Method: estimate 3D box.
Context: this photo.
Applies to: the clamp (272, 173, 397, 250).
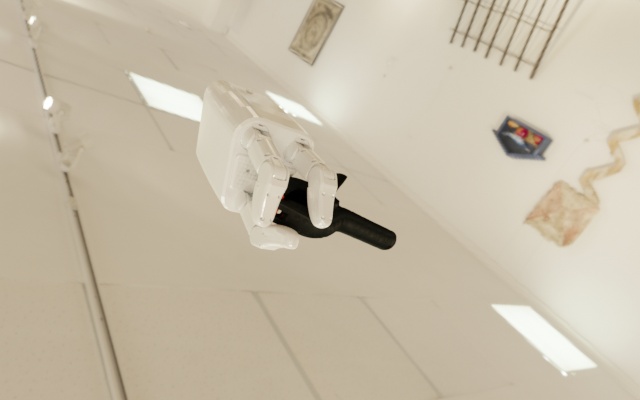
[{"bbox_3d":[0.000,0.002,0.528,0.171,0.039,0.120,14,27,-42],"label":"clamp"}]
